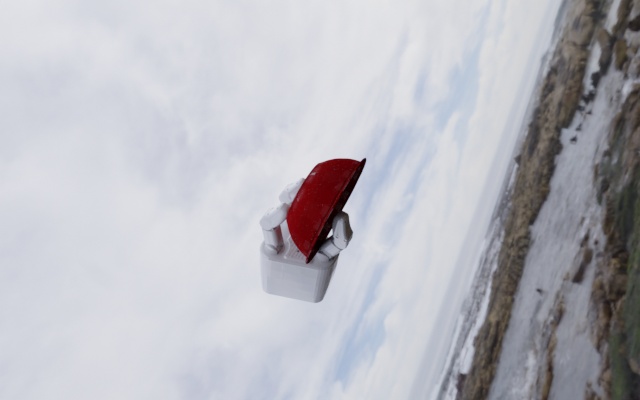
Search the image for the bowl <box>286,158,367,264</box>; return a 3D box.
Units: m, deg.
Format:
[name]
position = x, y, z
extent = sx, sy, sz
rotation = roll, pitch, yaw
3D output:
[bowl]
position = 0.000, 0.001, 0.641
extent = 0.055, 0.162, 0.162
rotation = 30, 3, 6
